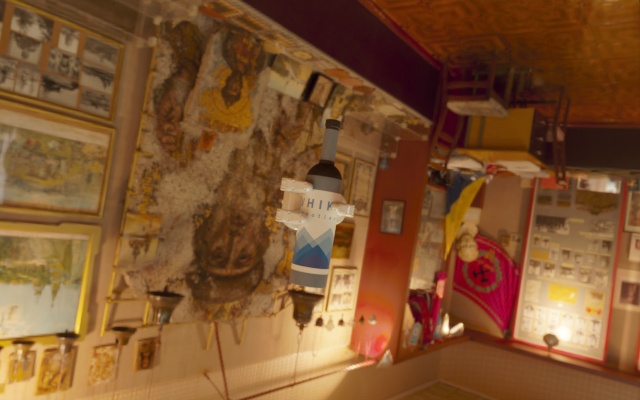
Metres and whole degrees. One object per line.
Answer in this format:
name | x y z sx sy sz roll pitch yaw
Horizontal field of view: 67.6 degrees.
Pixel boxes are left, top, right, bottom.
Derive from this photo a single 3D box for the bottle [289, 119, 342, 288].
bottle | 0.000 0.003 0.846 0.069 0.295 0.069 9 -2 0
